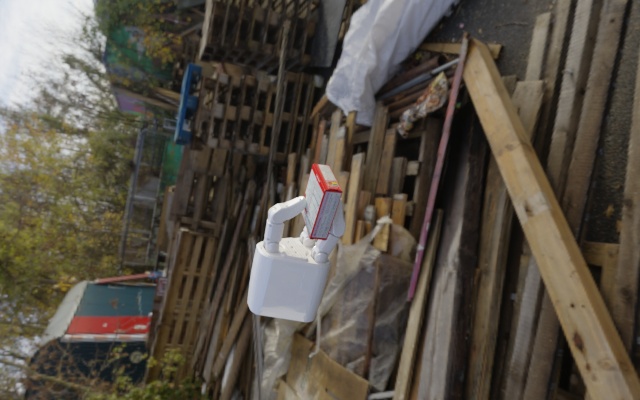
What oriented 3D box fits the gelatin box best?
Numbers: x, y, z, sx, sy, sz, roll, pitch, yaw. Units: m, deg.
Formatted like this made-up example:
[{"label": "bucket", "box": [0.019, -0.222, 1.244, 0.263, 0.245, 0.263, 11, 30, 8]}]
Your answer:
[{"label": "gelatin box", "box": [0.000, 0.002, 0.701, 0.030, 0.089, 0.073, 4, 33, -19]}]
